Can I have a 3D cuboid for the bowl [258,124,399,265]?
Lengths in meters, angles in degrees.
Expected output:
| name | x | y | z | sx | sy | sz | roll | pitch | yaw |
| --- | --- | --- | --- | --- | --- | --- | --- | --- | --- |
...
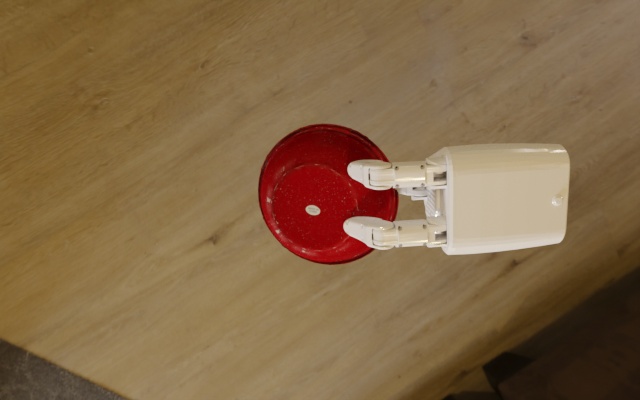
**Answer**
| name | x | y | z | sx | sy | sz | roll | pitch | yaw |
| --- | --- | --- | --- | --- | --- | --- | --- | --- | --- |
| bowl | -0.001 | 0.002 | 0.508 | 0.162 | 0.162 | 0.055 | 0 | 14 | 15 |
